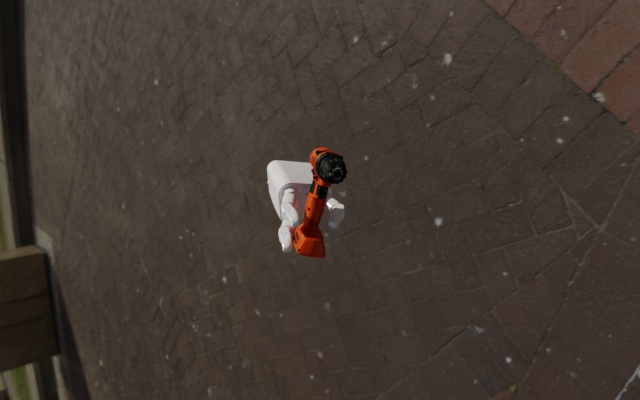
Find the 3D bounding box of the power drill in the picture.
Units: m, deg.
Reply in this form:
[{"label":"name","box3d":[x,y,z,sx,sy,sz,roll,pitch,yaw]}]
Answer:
[{"label":"power drill","box3d":[0.000,0.003,0.850,0.057,0.188,0.184,12,11,-9]}]
